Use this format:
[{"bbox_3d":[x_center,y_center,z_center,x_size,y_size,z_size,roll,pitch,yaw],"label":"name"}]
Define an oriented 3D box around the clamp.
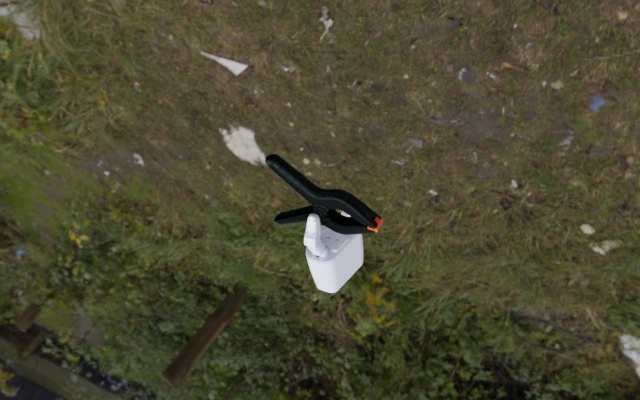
[{"bbox_3d":[0.000,0.003,0.795,0.210,0.036,0.165,14,-40,23],"label":"clamp"}]
